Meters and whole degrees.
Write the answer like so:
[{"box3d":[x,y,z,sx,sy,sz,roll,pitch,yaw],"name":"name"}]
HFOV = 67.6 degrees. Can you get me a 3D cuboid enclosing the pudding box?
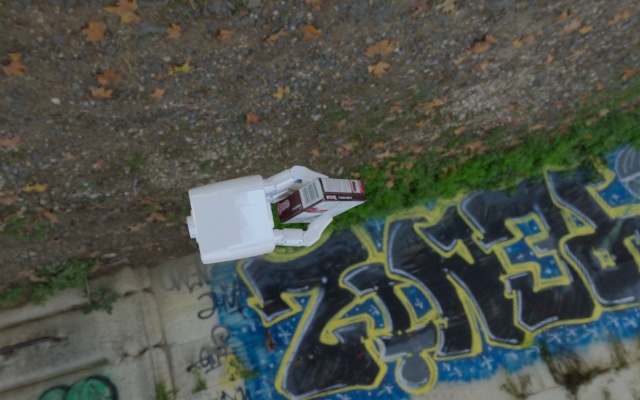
[{"box3d":[0.000,0.003,0.731,0.090,0.039,0.113,0,-18,-41],"name":"pudding box"}]
